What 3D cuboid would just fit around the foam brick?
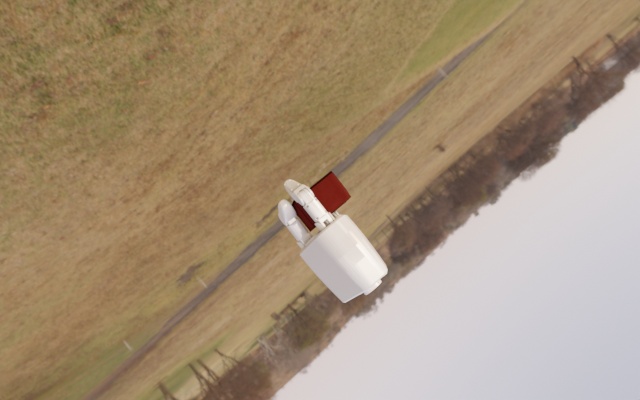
[{"bbox_3d":[0.000,0.002,0.742,0.078,0.051,0.053,-39,-5,-14],"label":"foam brick"}]
